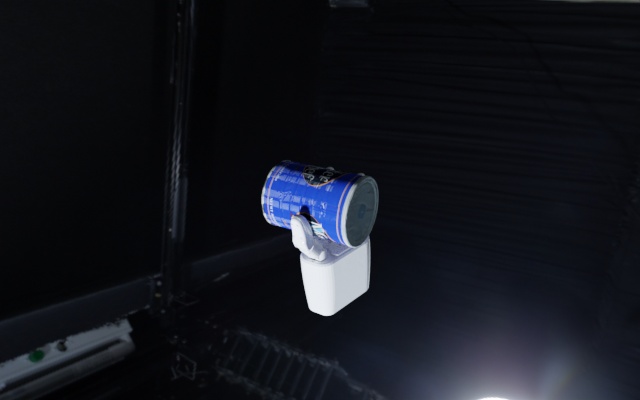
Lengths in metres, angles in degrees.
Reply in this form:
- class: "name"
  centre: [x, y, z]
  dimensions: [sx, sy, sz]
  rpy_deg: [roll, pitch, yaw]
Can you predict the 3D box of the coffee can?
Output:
- class: "coffee can"
  centre: [0.000, 0.002, 0.700]
  dimensions: [0.140, 0.103, 0.103]
  rpy_deg: [14, 7, 29]
